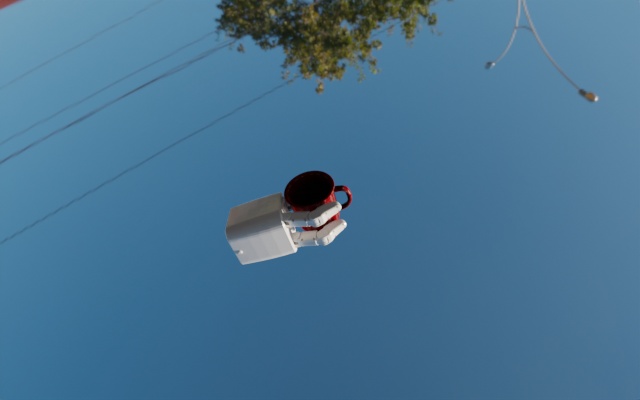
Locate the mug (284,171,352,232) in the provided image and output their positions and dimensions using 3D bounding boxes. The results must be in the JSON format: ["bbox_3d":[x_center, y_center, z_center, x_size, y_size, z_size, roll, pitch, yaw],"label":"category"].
[{"bbox_3d":[0.002,0.003,0.876,0.117,0.093,0.082,-14,-46,5],"label":"mug"}]
